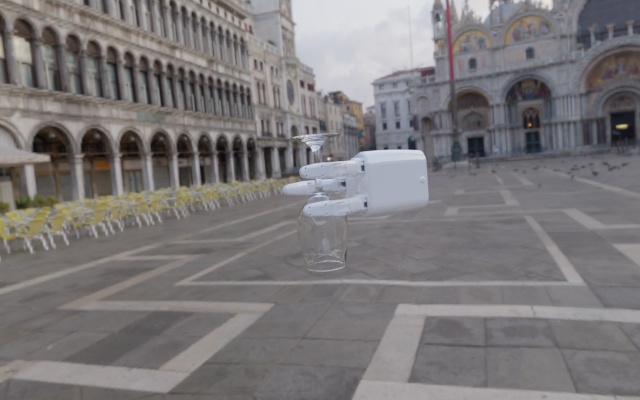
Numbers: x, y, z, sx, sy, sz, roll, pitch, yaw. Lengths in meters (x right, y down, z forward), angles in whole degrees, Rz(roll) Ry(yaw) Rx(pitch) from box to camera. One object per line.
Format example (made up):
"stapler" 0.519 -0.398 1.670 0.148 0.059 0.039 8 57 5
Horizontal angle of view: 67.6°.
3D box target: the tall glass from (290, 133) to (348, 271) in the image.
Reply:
"tall glass" 0.000 0.002 0.723 0.079 0.201 0.079 -5 4 0
